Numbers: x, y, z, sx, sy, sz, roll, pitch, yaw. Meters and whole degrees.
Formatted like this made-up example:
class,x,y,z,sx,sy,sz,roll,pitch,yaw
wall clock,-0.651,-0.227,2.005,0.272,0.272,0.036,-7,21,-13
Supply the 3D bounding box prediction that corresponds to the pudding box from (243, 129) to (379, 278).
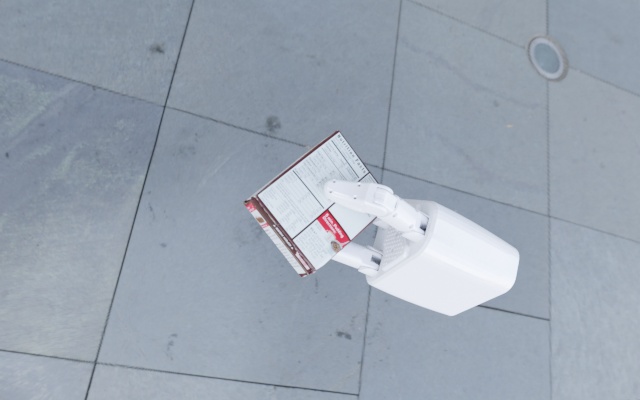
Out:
class,x,y,z,sx,sy,sz,roll,pitch,yaw
pudding box,0.000,0.001,0.445,0.113,0.090,0.039,-40,5,-27
